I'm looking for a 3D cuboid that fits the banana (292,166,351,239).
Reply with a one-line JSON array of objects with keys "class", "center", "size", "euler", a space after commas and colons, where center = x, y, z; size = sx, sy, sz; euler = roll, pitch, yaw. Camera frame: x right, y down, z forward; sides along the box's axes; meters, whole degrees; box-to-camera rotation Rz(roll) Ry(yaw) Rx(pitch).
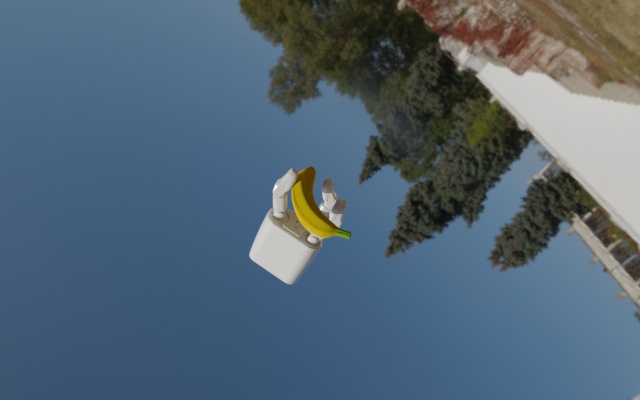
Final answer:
[{"class": "banana", "center": [-0.015, 0.003, 0.812], "size": [0.069, 0.037, 0.197], "euler": [6, 36, -28]}]
